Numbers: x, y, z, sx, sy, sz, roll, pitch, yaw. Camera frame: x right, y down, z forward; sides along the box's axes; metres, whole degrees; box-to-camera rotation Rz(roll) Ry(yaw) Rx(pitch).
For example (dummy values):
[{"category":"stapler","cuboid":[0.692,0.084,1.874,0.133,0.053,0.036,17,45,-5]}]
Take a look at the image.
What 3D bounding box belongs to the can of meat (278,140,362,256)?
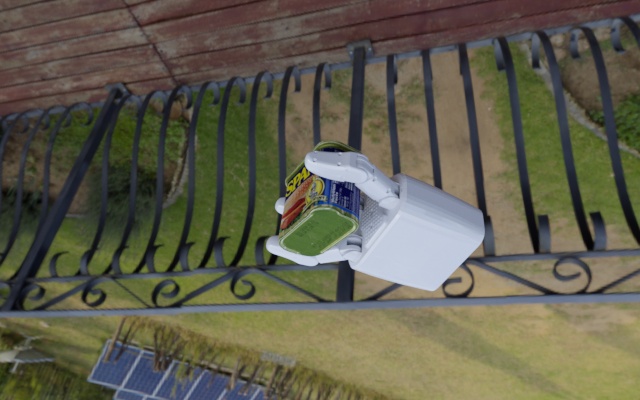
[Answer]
[{"category":"can of meat","cuboid":[0.000,0.002,0.498,0.057,0.084,0.102,23,-39,-22]}]
